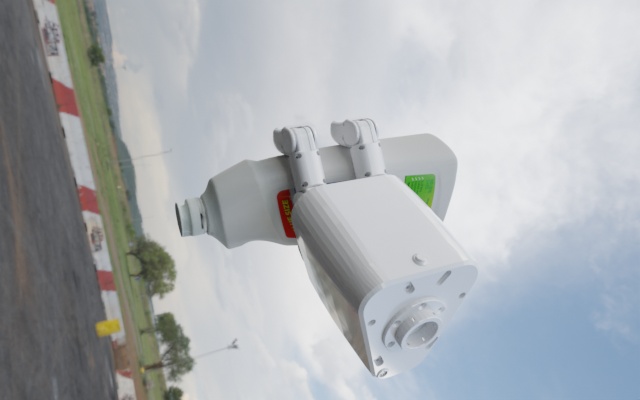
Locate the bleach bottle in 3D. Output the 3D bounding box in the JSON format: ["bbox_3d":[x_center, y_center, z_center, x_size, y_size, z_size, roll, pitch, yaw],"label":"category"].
[{"bbox_3d":[0.000,0.001,0.432,0.251,0.103,0.068,-10,39,-23],"label":"bleach bottle"}]
